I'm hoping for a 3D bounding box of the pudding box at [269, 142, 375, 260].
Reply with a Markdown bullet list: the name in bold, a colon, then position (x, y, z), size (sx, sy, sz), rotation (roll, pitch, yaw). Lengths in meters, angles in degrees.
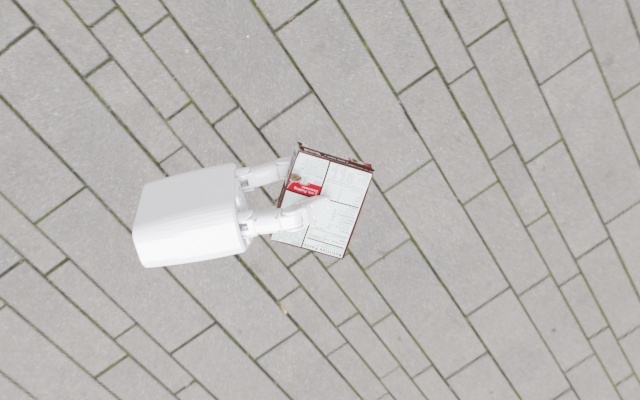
- **pudding box**: position (0.000, 0.002, 0.536), size (0.090, 0.113, 0.039), rotation (16, 18, -9)
